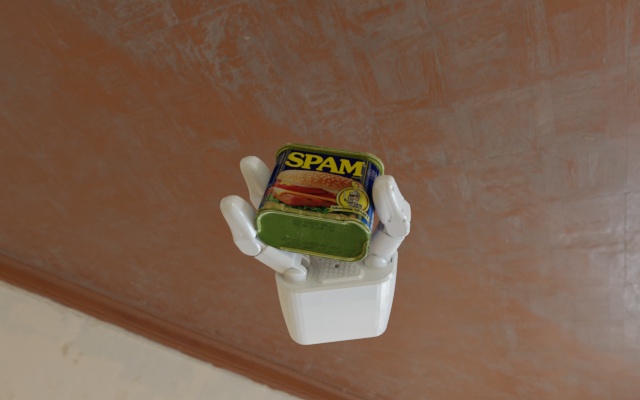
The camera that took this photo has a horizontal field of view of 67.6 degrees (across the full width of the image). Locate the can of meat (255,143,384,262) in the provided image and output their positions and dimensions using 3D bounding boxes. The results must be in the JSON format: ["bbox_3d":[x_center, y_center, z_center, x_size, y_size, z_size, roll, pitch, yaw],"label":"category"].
[{"bbox_3d":[0.000,0.002,0.419,0.102,0.084,0.057,9,-44,7],"label":"can of meat"}]
